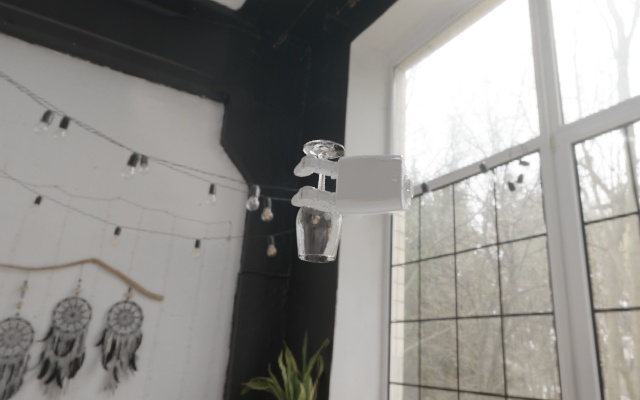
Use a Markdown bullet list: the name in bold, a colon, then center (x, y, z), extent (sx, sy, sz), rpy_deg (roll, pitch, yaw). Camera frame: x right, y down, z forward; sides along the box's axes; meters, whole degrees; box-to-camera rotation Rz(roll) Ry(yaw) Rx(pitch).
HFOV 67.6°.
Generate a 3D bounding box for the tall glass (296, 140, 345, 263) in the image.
- **tall glass**: center (0.000, 0.002, 0.823), extent (0.079, 0.201, 0.079), rpy_deg (4, -18, 1)
